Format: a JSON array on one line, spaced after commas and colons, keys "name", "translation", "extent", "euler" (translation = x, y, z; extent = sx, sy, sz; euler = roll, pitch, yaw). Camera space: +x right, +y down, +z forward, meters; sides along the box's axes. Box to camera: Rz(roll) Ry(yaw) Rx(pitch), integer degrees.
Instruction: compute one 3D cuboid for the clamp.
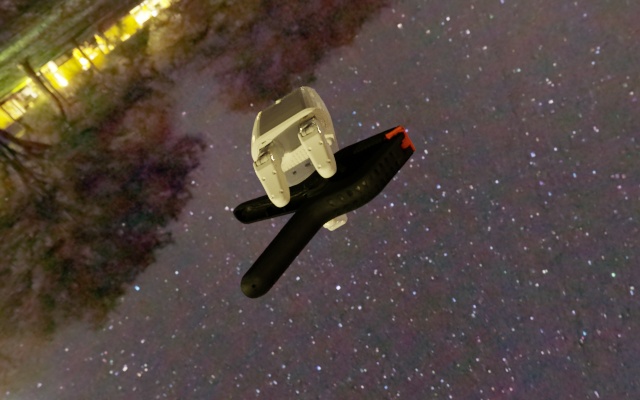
[{"name": "clamp", "translation": [0.001, 0.002, 0.465], "extent": [0.210, 0.036, 0.164], "euler": [-31, 28, 9]}]
